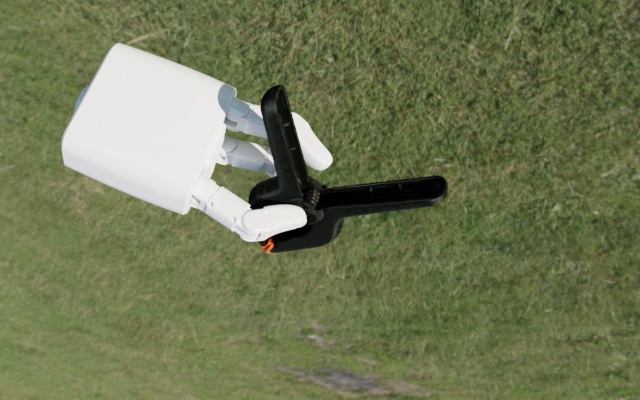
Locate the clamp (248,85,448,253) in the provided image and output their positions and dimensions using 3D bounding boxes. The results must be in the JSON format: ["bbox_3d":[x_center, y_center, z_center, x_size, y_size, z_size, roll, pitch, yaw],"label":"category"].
[{"bbox_3d":[-0.001,0.002,0.436,0.164,0.036,0.210,24,-36,-9],"label":"clamp"}]
